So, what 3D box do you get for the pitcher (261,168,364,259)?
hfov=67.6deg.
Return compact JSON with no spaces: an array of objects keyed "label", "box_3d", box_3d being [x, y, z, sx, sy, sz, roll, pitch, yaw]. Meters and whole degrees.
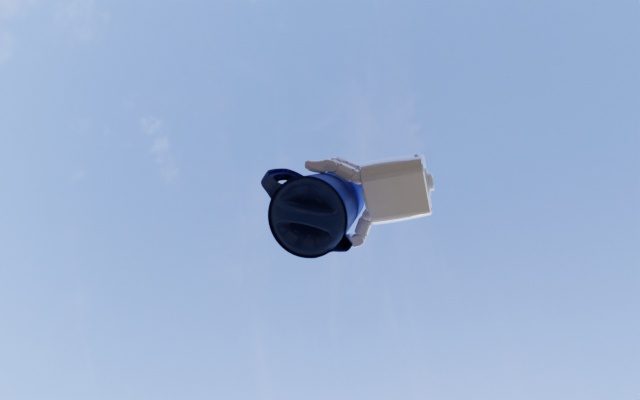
[{"label":"pitcher","box_3d":[0.000,0.003,0.862,0.145,0.149,0.243,-8,7,16]}]
